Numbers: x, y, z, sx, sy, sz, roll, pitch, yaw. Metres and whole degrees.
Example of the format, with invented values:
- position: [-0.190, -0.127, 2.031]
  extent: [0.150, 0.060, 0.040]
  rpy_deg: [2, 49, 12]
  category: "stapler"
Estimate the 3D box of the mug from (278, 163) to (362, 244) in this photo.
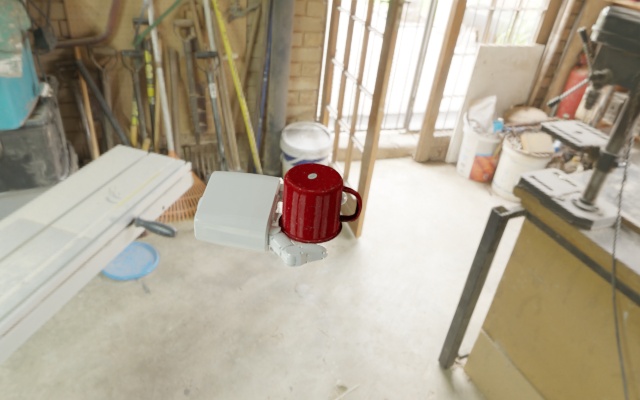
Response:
- position: [0.002, 0.002, 0.666]
  extent: [0.117, 0.082, 0.093]
  rpy_deg: [7, 34, 3]
  category: "mug"
